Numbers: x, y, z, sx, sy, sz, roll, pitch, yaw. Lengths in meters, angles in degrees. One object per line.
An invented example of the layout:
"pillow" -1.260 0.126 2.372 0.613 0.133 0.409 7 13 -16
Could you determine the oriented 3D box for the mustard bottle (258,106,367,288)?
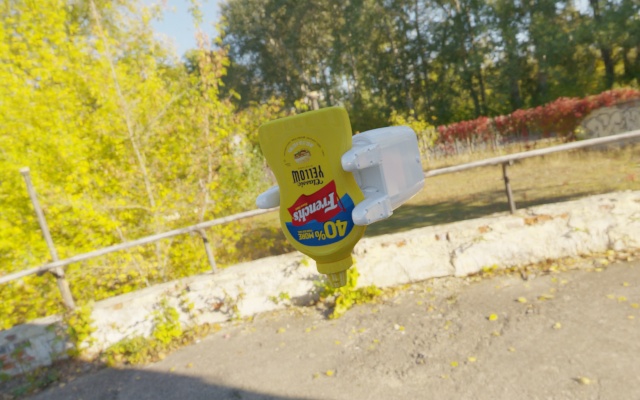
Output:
"mustard bottle" 0.000 0.002 0.515 0.096 0.191 0.058 -11 9 15
